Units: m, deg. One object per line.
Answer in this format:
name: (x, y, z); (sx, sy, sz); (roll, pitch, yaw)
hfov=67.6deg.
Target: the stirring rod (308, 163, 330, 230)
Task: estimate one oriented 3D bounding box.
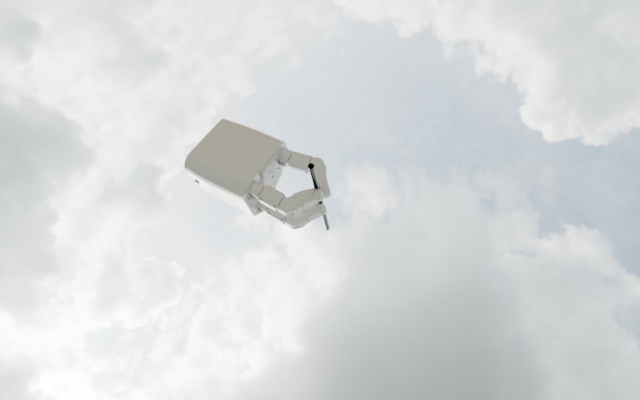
stirring rod: (0.000, 0.002, 0.688); (0.011, 0.011, 0.240); (0, -21, 6)
